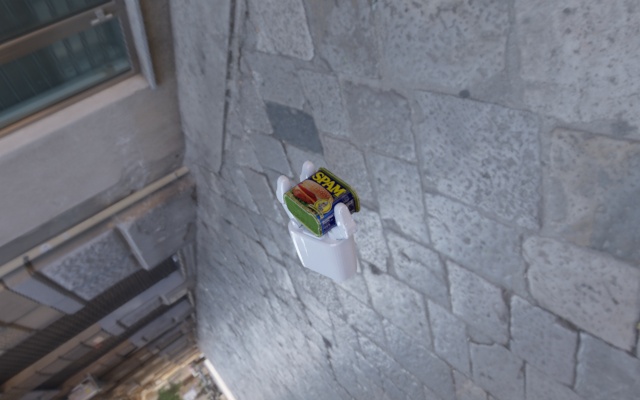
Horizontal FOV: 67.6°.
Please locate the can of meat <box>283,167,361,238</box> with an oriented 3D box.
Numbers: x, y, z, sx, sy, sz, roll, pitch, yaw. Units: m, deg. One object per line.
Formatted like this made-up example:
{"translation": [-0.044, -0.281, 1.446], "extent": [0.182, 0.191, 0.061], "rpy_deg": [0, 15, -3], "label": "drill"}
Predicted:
{"translation": [0.000, 0.003, 0.783], "extent": [0.084, 0.057, 0.102], "rpy_deg": [-35, 49, -21], "label": "can of meat"}
